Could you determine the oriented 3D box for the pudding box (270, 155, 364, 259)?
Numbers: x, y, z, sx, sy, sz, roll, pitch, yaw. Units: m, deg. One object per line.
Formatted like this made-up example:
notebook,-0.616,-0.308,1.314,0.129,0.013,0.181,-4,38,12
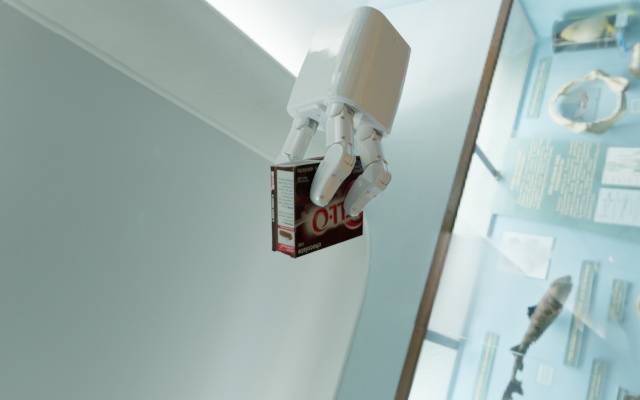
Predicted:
pudding box,0.000,0.002,0.493,0.039,0.090,0.113,10,16,42
